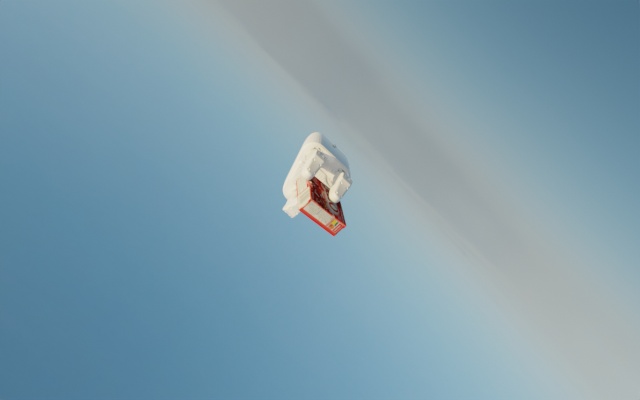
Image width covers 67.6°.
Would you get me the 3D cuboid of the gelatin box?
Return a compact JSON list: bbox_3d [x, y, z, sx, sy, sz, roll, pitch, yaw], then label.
[{"bbox_3d":[0.000,0.003,0.720,0.073,0.030,0.089,39,21,-25],"label":"gelatin box"}]
